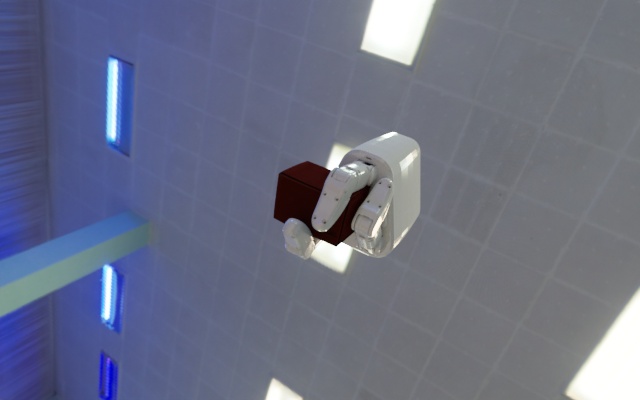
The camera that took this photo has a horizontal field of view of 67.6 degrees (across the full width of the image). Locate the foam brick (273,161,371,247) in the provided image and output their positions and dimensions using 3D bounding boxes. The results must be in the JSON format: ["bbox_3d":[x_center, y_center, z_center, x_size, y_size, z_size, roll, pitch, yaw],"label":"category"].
[{"bbox_3d":[0.000,0.001,0.479,0.078,0.053,0.051,24,30,21],"label":"foam brick"}]
